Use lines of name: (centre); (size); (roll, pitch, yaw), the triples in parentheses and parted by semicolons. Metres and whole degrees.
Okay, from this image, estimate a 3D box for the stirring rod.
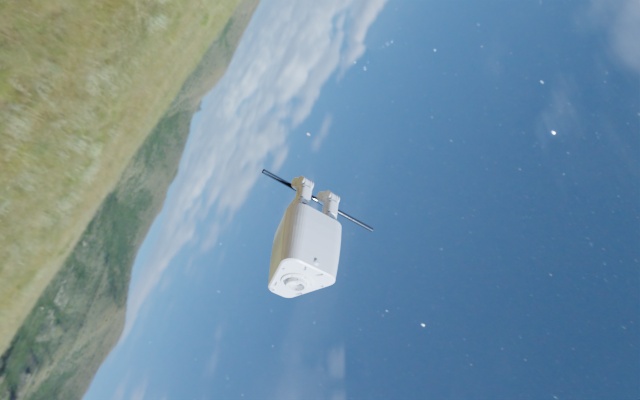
stirring rod: (0.000, 0.003, 0.852); (0.239, 0.011, 0.011); (29, -12, -24)
